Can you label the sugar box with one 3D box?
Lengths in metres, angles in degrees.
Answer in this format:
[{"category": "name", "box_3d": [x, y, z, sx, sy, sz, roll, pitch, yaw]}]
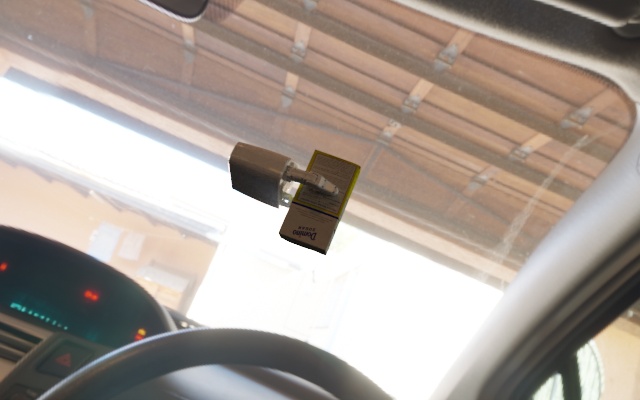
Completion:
[{"category": "sugar box", "box_3d": [0.000, 0.003, 0.866, 0.093, 0.176, 0.048, 20, -17, 10]}]
